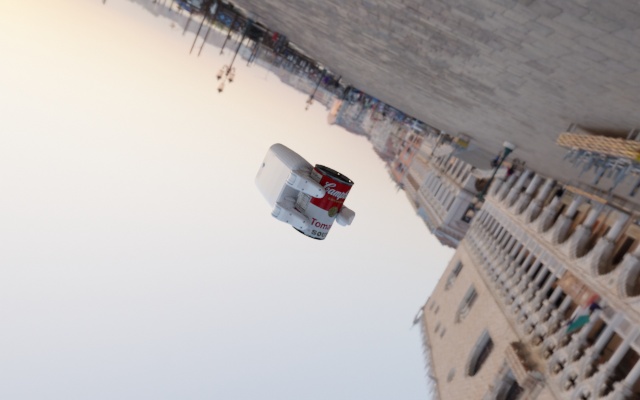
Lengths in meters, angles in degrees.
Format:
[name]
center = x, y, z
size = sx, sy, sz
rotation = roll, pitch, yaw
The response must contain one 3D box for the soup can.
[soup can]
center = 0.000, 0.003, 0.748
size = 0.068, 0.102, 0.068
rotation = 25, 13, -6
